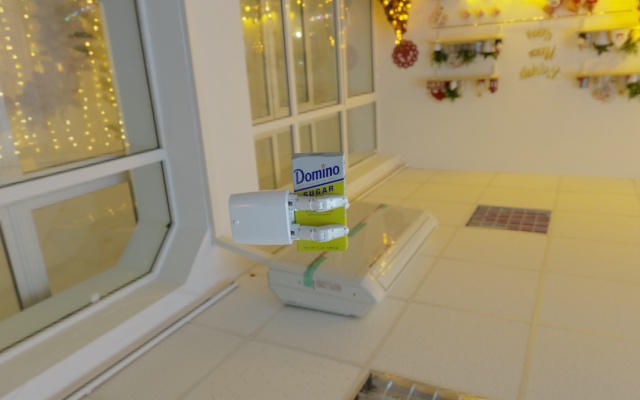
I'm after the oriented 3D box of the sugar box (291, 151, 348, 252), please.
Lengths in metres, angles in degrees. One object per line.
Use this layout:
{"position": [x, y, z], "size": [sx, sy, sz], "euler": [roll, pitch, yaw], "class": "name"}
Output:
{"position": [0.000, 0.003, 0.857], "size": [0.093, 0.176, 0.048], "euler": [-2, 18, 6], "class": "sugar box"}
